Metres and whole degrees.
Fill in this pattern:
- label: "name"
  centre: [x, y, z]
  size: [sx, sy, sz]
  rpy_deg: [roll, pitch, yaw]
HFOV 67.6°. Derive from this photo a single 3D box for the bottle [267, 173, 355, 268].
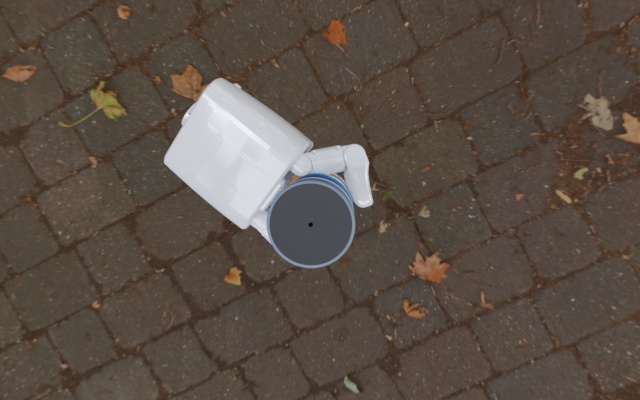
- label: "bottle"
  centre: [0.000, 0.002, 0.500]
  size: [0.069, 0.069, 0.295]
  rpy_deg: [0, 6, 3]
